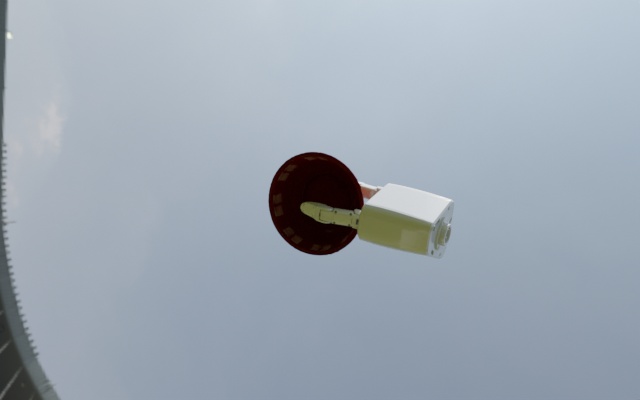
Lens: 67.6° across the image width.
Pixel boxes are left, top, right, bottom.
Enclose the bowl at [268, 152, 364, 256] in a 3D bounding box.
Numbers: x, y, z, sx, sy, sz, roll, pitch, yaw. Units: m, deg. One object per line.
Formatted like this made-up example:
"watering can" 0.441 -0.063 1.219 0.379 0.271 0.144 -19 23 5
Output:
"bowl" -0.001 0.002 0.757 0.162 0.162 0.055 0 9 23
